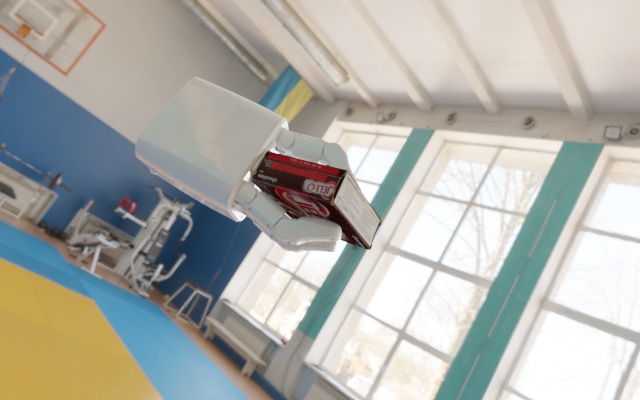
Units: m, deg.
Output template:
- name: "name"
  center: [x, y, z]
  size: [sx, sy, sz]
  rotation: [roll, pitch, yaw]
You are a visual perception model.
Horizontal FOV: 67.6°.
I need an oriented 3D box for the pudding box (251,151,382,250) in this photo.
- name: "pudding box"
  center: [0.000, 0.001, 0.460]
  size: [0.090, 0.039, 0.113]
  rotation: [17, -16, 31]
